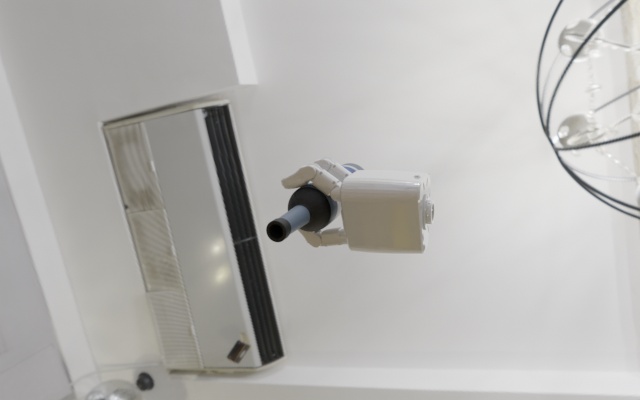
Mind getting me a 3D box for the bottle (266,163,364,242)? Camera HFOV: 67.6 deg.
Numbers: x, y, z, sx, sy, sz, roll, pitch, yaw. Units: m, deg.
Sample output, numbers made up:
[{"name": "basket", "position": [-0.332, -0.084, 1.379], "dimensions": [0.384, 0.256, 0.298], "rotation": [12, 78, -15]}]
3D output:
[{"name": "bottle", "position": [0.000, 0.002, 0.703], "dimensions": [0.069, 0.069, 0.295], "rotation": [0, 14, 22]}]
